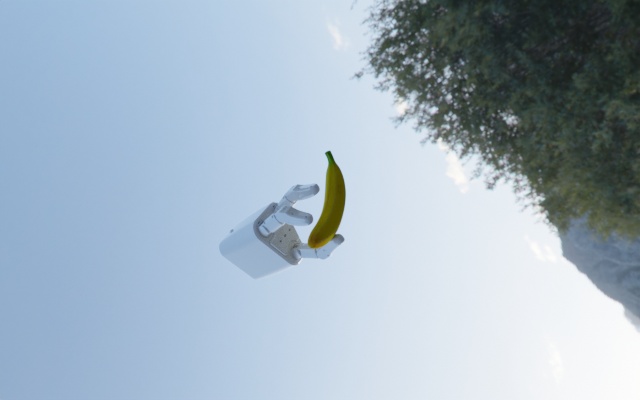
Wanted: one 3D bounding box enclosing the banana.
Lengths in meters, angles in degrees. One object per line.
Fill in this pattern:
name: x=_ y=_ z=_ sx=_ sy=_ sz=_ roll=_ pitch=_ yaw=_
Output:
banana: x=0.013 y=0.010 z=0.804 sx=0.037 sy=0.197 sz=0.070 roll=-24 pitch=-48 yaw=35
